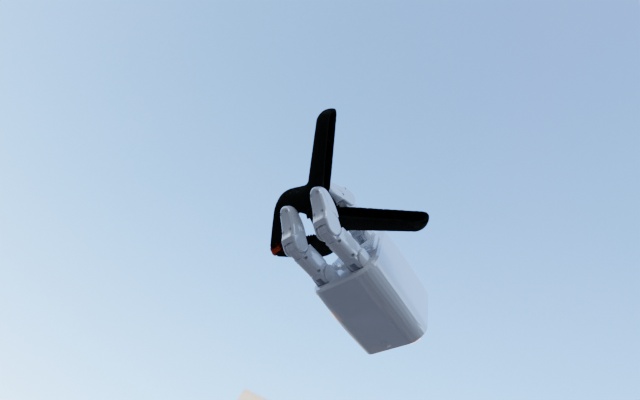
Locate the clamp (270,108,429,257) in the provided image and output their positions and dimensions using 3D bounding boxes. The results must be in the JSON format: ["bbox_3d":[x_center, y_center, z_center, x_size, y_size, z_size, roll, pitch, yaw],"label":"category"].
[{"bbox_3d":[0.000,0.002,0.563,0.210,0.164,0.036,-31,8,38],"label":"clamp"}]
